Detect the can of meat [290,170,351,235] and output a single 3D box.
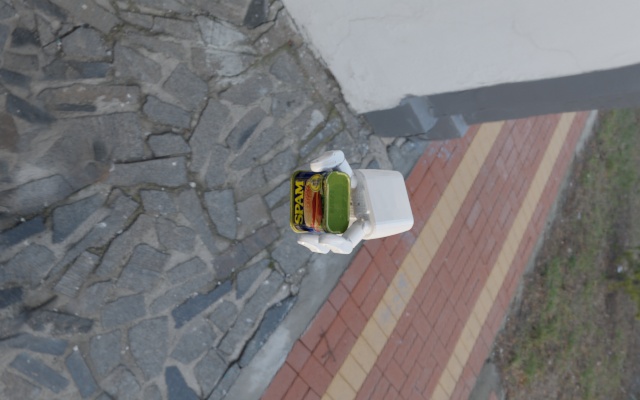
[{"bbox_3d":[0.000,0.002,0.748,0.057,0.102,0.084,0,2,-42],"label":"can of meat"}]
